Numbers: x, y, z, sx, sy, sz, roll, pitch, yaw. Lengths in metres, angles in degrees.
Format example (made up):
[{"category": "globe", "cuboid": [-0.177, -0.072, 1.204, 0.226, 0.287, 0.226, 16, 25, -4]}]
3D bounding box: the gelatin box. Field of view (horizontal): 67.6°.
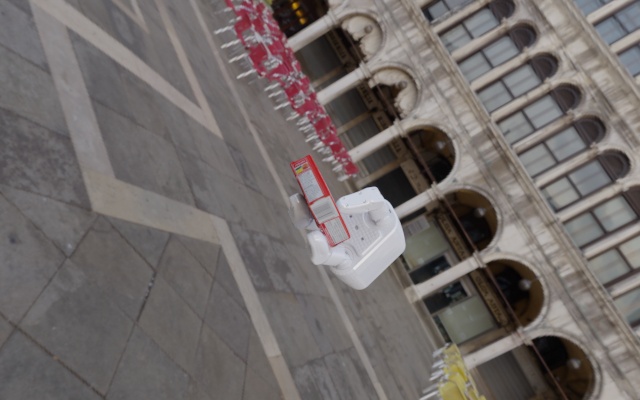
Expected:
[{"category": "gelatin box", "cuboid": [0.000, 0.001, 0.560, 0.030, 0.073, 0.089, -26, -41, 1]}]
